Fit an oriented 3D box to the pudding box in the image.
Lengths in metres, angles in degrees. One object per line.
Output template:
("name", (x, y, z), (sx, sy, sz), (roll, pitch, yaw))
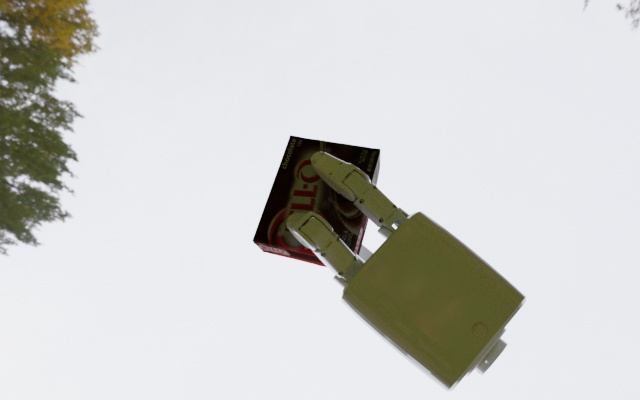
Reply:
("pudding box", (0.000, 0.002, 0.436), (0.090, 0.113, 0.039), (11, -23, 16))
